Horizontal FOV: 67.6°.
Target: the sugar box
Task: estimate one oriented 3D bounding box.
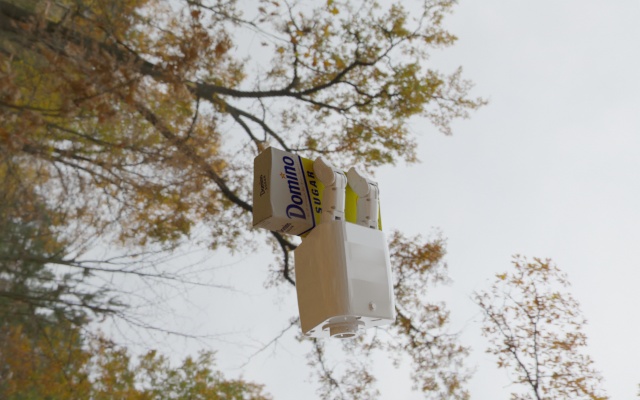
[{"bbox_3d":[0.001,0.002,0.602,0.176,0.093,0.048,17,-31,-37],"label":"sugar box"}]
